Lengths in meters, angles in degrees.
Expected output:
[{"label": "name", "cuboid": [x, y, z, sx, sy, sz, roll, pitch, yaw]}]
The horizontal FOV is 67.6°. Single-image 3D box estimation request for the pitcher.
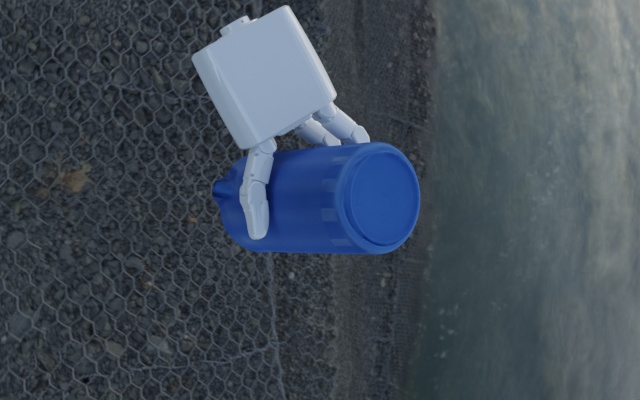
[{"label": "pitcher", "cuboid": [0.000, 0.002, 0.550, 0.149, 0.145, 0.243, -37, 20, -30]}]
